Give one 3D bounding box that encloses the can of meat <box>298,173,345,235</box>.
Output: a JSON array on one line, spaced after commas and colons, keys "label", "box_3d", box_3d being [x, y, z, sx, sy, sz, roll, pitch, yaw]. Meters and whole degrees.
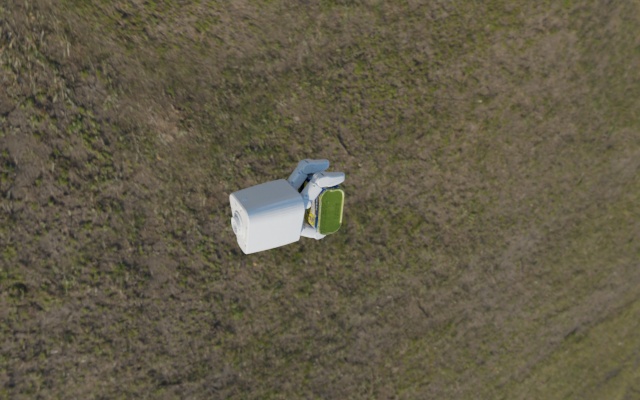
[{"label": "can of meat", "box_3d": [0.000, 0.003, 0.899, 0.057, 0.102, 0.084, -12, 33, -26]}]
